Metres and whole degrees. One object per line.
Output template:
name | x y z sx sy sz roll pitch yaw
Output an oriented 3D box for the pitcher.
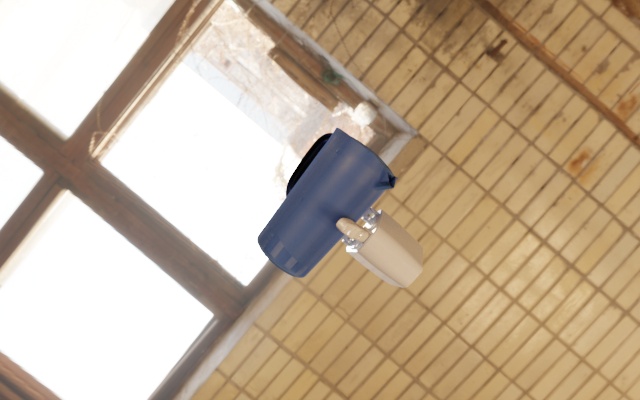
pitcher | 0.000 0.003 0.811 0.145 0.243 0.149 40 5 -5
